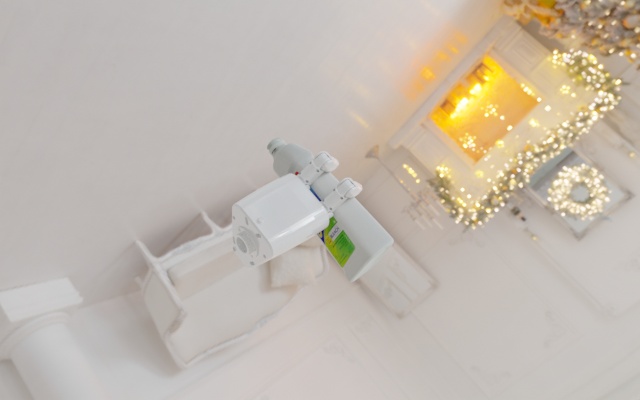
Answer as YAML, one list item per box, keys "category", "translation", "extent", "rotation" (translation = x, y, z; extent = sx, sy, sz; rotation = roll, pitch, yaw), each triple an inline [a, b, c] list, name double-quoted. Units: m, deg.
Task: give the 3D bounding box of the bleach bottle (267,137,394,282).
- category: "bleach bottle"
  translation: [0.000, 0.002, 0.753]
  extent: [0.068, 0.250, 0.103]
  rotation: [-30, -19, -35]
